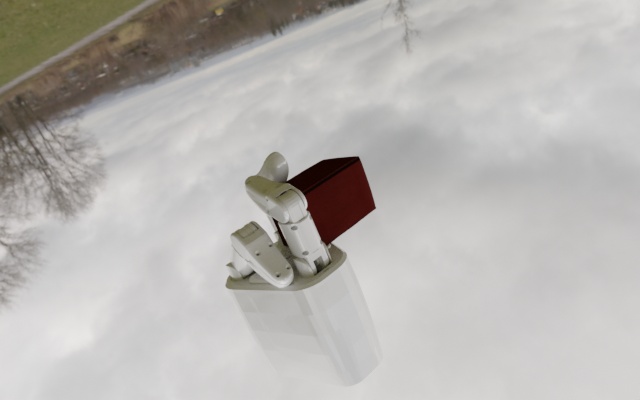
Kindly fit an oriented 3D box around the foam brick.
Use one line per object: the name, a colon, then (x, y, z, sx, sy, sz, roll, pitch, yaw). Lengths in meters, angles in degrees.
foam brick: (0.000, 0.001, 0.419, 0.078, 0.051, 0.053, -34, 21, -30)
